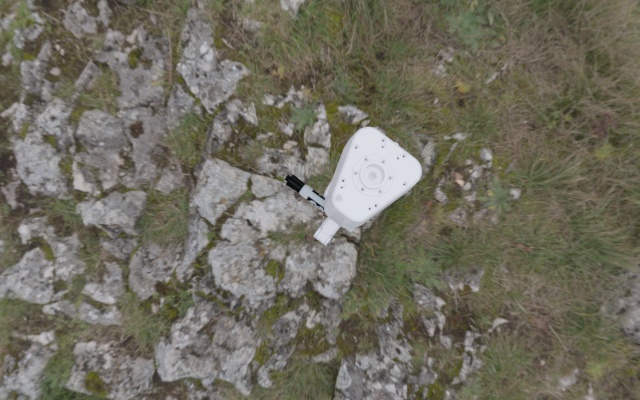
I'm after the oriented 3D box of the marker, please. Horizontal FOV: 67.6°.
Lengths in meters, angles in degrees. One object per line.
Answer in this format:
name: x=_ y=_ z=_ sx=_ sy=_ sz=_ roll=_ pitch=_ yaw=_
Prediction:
marker: x=0.000 y=0.002 z=0.678 sx=0.121 sy=0.020 sz=0.020 roll=36 pitch=0 yaw=1
